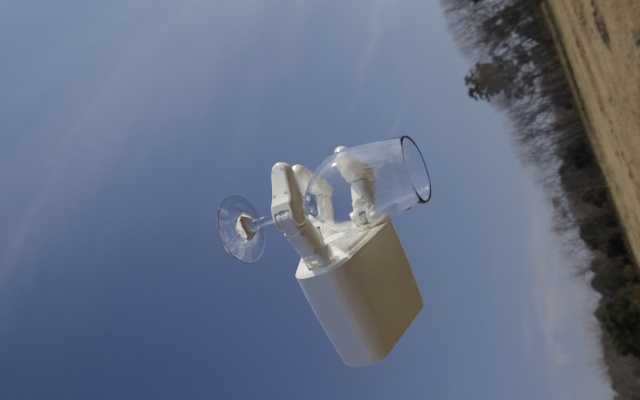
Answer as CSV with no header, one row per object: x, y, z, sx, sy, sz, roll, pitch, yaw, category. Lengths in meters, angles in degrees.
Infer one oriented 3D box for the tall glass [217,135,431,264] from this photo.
-0.001,0.002,0.457,0.201,0.079,0.079,-20,-10,28,tall glass
